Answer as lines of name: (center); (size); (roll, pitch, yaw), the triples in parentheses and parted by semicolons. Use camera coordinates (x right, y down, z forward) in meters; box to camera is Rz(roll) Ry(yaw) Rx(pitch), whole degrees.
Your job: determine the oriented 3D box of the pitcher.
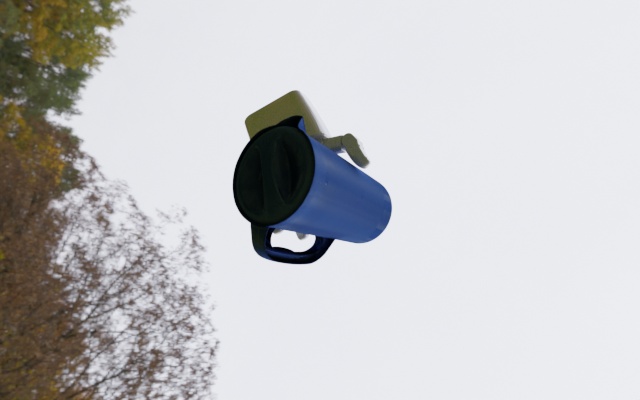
pitcher: (0.000, 0.002, 0.679); (0.149, 0.145, 0.243); (-39, -32, 21)
